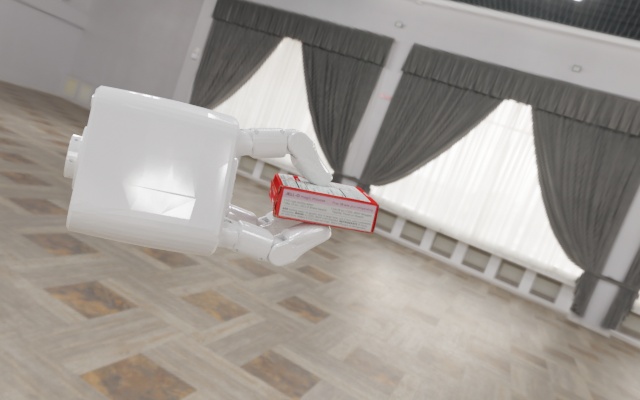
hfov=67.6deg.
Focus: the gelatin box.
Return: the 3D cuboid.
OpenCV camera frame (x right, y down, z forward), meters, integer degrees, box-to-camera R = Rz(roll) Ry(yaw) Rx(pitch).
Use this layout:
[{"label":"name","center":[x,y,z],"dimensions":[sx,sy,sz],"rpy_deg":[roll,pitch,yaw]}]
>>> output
[{"label":"gelatin box","center":[0.000,0.001,0.430],"dimensions":[0.089,0.030,0.073],"rpy_deg":[10,10,-11]}]
